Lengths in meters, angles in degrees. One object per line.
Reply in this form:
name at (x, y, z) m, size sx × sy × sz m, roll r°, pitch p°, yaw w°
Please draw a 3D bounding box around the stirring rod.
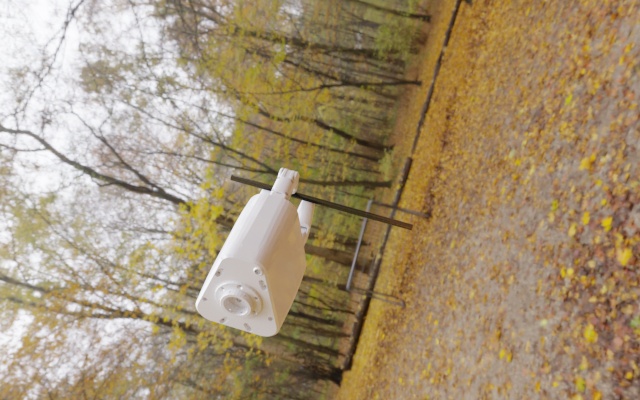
stirring rod at (0.000, 0.002, 0.611) m, size 0.239 × 0.011 × 0.011 m, roll 16°, pitch 1°, yaw 4°
